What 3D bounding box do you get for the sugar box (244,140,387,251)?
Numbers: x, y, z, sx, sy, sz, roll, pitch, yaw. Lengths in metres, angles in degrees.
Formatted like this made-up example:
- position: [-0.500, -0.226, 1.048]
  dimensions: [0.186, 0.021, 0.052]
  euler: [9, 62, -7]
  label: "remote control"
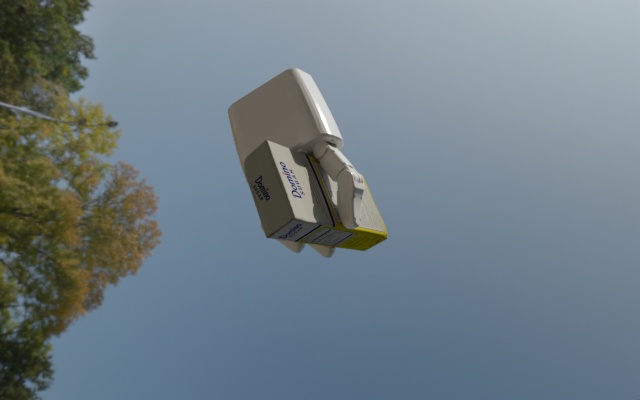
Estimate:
- position: [0.000, 0.002, 0.523]
  dimensions: [0.048, 0.093, 0.176]
  euler: [-36, -29, 29]
  label: "sugar box"
